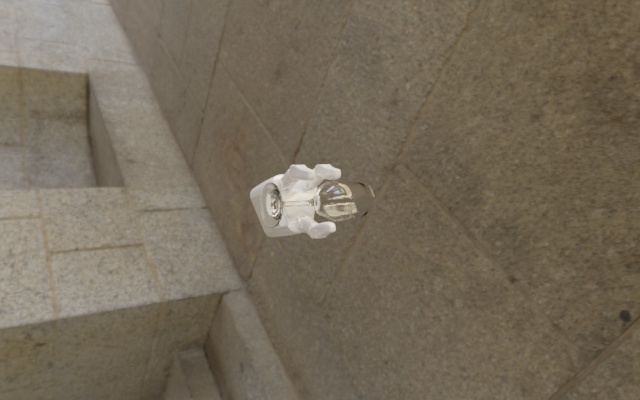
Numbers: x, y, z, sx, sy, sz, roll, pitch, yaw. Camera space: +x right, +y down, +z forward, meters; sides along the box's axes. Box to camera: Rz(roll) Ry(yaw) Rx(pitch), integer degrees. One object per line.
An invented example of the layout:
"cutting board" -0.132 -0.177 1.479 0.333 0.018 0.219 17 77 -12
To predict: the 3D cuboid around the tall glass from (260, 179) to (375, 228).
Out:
"tall glass" 0.000 0.003 0.835 0.201 0.079 0.079 -3 2 -35
